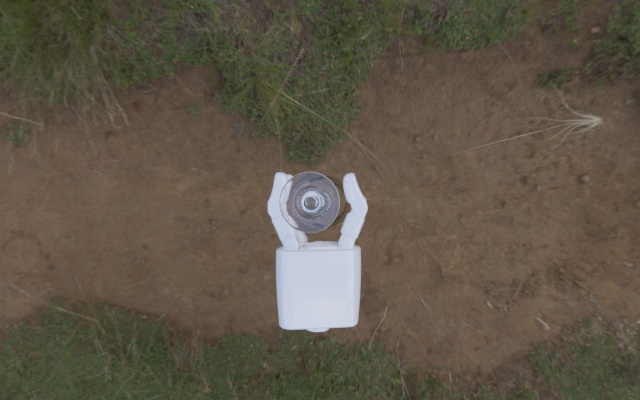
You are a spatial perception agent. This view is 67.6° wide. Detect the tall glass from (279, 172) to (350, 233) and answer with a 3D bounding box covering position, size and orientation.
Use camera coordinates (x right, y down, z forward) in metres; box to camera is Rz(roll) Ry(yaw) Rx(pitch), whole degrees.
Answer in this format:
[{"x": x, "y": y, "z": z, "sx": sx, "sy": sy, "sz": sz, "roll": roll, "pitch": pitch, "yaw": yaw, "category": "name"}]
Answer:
[{"x": 0.000, "y": 0.002, "z": 0.674, "sx": 0.079, "sy": 0.079, "sz": 0.201, "roll": 0, "pitch": 1, "yaw": 8, "category": "tall glass"}]
